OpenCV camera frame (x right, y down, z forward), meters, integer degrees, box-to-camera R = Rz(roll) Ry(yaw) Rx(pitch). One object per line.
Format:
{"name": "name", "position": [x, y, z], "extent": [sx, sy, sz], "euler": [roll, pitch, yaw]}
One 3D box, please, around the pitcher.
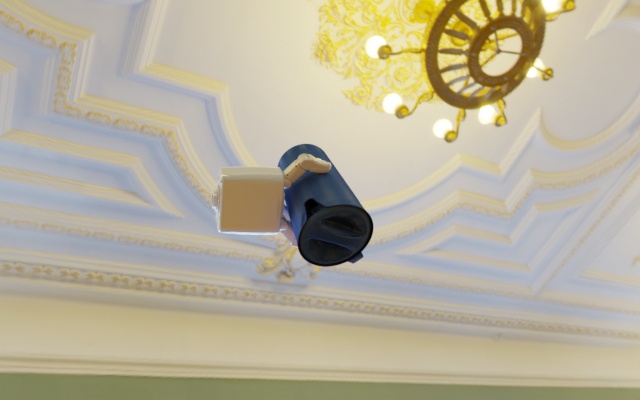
{"name": "pitcher", "position": [0.000, 0.003, 0.887], "extent": [0.145, 0.149, 0.242], "euler": [1, 34, -19]}
